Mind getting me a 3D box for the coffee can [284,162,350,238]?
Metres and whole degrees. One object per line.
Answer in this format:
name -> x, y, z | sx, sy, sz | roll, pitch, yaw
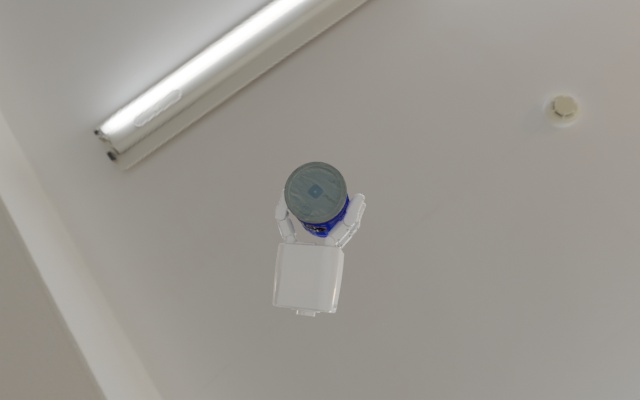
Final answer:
coffee can -> 0.000, 0.003, 0.837 | 0.103, 0.102, 0.140 | 0, -14, 8
